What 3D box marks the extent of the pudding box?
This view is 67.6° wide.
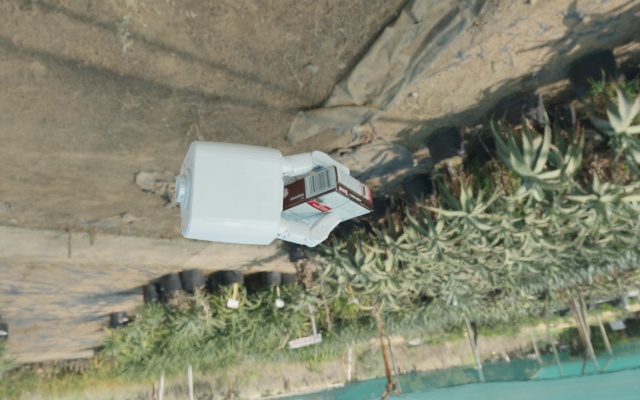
[{"bbox_3d":[0.000,0.002,0.639,0.113,0.039,0.090,-20,-29,32],"label":"pudding box"}]
